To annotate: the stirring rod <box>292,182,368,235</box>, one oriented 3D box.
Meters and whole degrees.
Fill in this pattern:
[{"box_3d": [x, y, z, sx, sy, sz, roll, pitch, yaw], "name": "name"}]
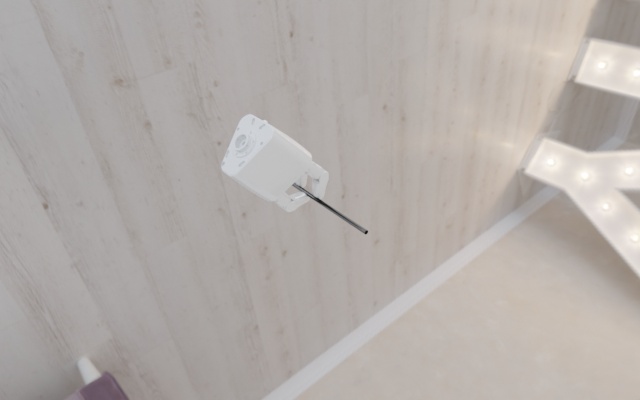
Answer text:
[{"box_3d": [0.000, 0.003, 0.868, 0.011, 0.011, 0.239, 0, 25, -44], "name": "stirring rod"}]
